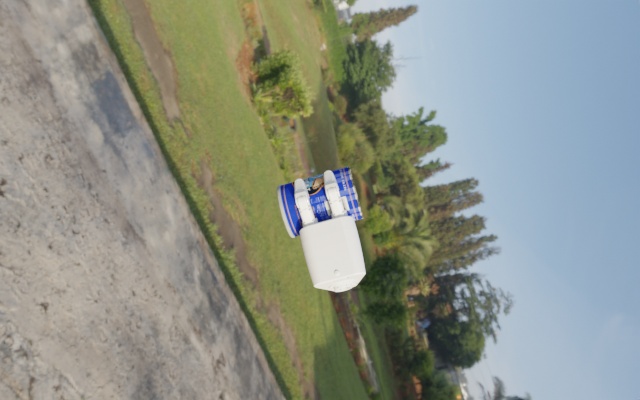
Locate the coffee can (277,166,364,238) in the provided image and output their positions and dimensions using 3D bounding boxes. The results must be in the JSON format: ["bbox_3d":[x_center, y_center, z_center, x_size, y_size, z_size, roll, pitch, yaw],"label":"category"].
[{"bbox_3d":[0.000,0.003,0.898,0.140,0.103,0.103,-15,-1,5],"label":"coffee can"}]
